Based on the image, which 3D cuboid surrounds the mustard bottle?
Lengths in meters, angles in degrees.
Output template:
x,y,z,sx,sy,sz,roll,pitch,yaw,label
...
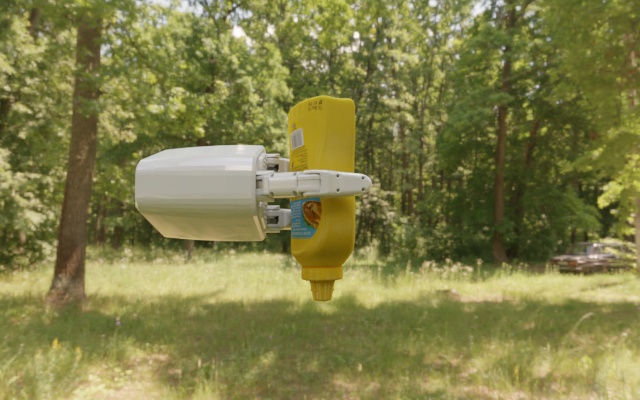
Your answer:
x,y,z,sx,sy,sz,roll,pitch,yaw,label
0.000,0.001,0.470,0.058,0.191,0.096,1,-4,-25,mustard bottle
